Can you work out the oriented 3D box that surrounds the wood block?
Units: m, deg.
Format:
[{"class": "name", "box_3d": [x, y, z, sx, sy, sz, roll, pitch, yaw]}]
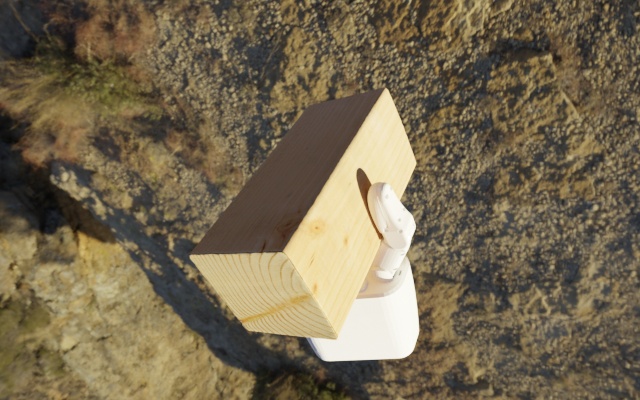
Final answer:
[{"class": "wood block", "box_3d": [0.000, 0.002, 0.402, 0.091, 0.090, 0.206, -5, 38, 34]}]
